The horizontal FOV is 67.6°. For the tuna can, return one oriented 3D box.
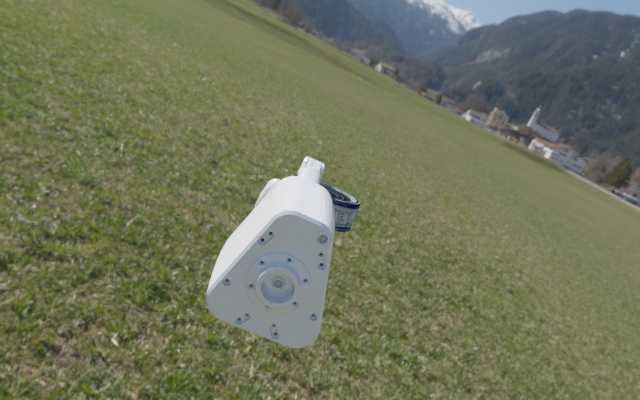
[{"bbox_3d":[0.000,0.001,0.532,0.086,0.034,0.086,21,11,-4],"label":"tuna can"}]
